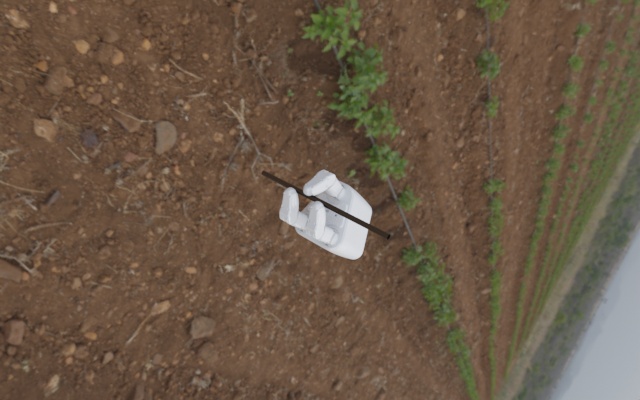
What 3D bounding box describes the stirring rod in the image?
[{"bbox_3d":[0.000,0.002,0.706,0.239,0.011,0.011,27,14,31],"label":"stirring rod"}]
